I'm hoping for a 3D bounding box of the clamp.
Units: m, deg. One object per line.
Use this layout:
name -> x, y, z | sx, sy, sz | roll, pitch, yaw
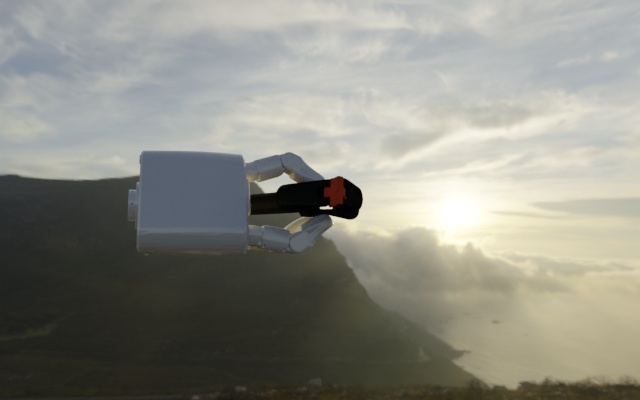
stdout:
clamp -> 0.000, 0.001, 0.548 | 0.164, 0.036, 0.210 | 3, -6, -20
